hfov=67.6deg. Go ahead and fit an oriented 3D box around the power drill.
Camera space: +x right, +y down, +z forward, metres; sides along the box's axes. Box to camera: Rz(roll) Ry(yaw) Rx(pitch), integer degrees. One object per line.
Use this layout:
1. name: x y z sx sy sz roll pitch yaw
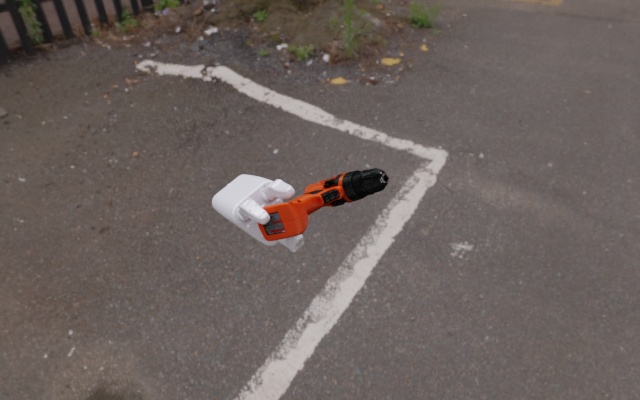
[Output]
1. power drill: 0.000 0.003 0.790 0.184 0.057 0.187 -17 7 46
